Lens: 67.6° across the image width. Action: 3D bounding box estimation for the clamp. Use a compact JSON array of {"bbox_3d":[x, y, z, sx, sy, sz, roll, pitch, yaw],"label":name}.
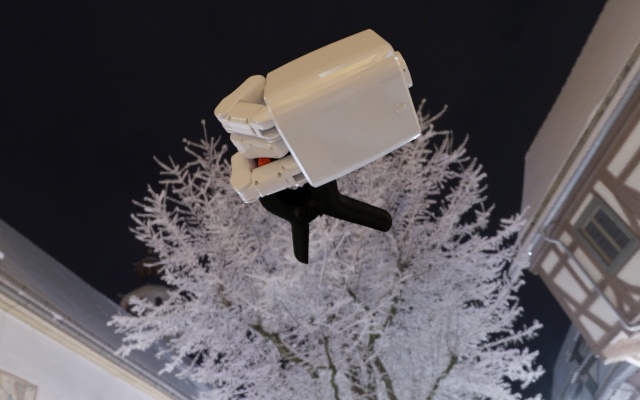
[{"bbox_3d":[0.000,0.001,0.492,0.120,0.039,0.172,-22,-43,9],"label":"clamp"}]
